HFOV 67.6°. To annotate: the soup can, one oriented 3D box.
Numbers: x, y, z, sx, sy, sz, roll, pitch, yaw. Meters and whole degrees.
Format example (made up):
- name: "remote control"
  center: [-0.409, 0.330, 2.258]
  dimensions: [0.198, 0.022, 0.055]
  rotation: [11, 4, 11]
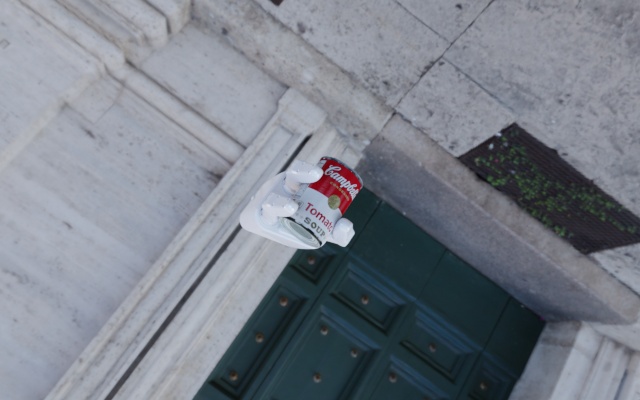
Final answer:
- name: "soup can"
  center: [0.000, 0.002, 0.623]
  dimensions: [0.068, 0.102, 0.068]
  rotation: [31, -19, 12]
